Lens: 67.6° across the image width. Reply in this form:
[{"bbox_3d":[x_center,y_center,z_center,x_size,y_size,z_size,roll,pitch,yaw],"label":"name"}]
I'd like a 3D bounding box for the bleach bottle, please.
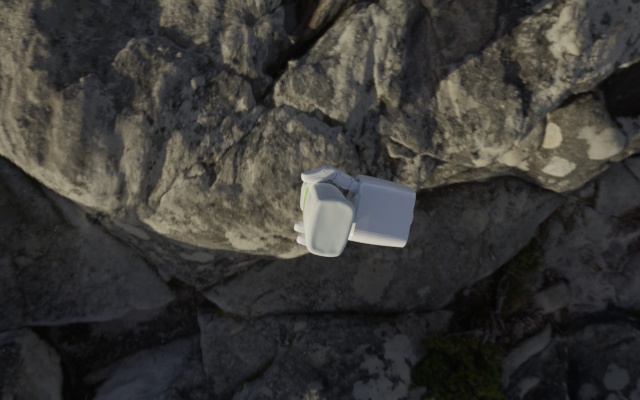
[{"bbox_3d":[0.000,0.003,0.852,0.068,0.102,0.250,11,18,-11],"label":"bleach bottle"}]
